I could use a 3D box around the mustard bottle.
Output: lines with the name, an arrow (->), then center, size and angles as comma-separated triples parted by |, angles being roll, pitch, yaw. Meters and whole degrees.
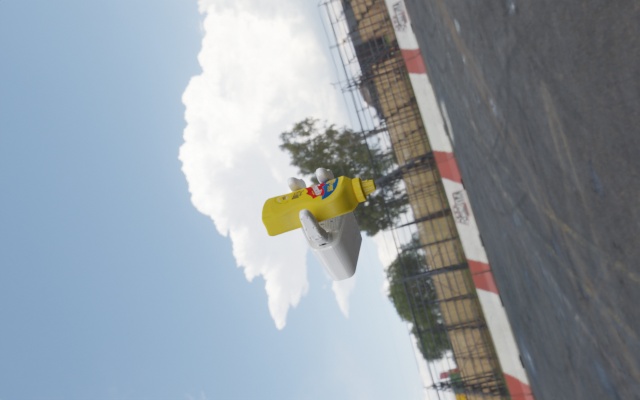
mustard bottle -> 0.000, 0.002, 0.804 | 0.191, 0.058, 0.096 | -17, 19, 12
